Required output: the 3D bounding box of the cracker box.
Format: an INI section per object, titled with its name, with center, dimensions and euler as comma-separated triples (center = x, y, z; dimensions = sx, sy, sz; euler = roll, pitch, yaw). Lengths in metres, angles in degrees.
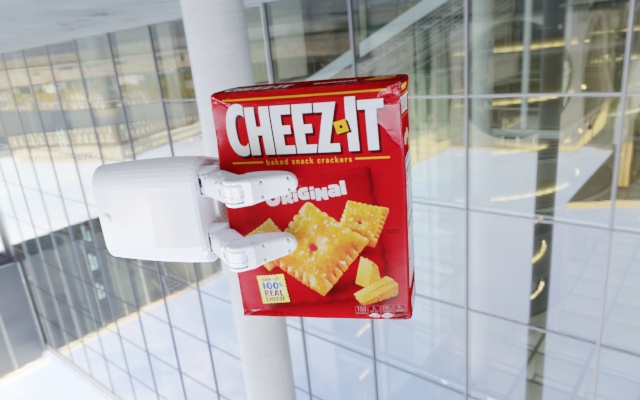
[cracker box]
center = 0.000, 0.002, 0.438
dimensions = 0.164, 0.214, 0.072
euler = -1, 18, 14
